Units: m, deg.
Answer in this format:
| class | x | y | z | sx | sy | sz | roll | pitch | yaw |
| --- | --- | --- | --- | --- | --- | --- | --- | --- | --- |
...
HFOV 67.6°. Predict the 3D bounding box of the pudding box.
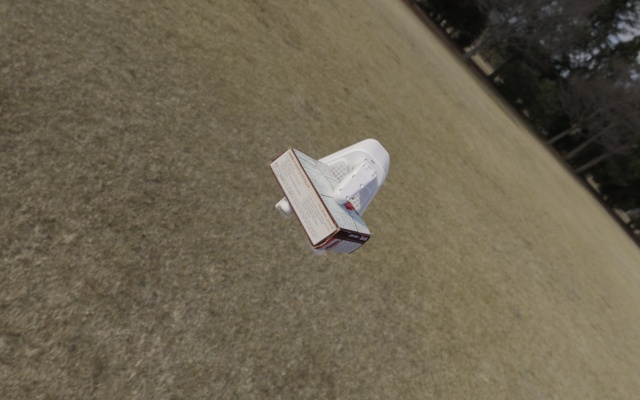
| class | x | y | z | sx | sy | sz | roll | pitch | yaw |
| --- | --- | --- | --- | --- | --- | --- | --- | --- | --- |
| pudding box | 0.000 | 0.002 | 0.529 | 0.039 | 0.113 | 0.090 | -39 | -24 | 17 |
